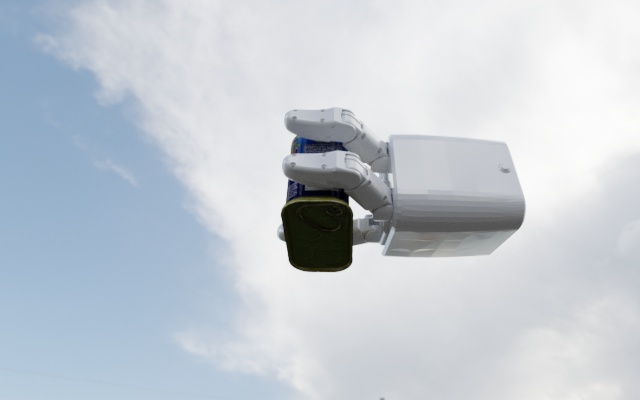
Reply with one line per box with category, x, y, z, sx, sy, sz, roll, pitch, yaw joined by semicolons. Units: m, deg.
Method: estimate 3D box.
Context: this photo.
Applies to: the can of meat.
can of meat;0.000;0.001;0.423;0.057;0.083;0.102;0;-40;3
